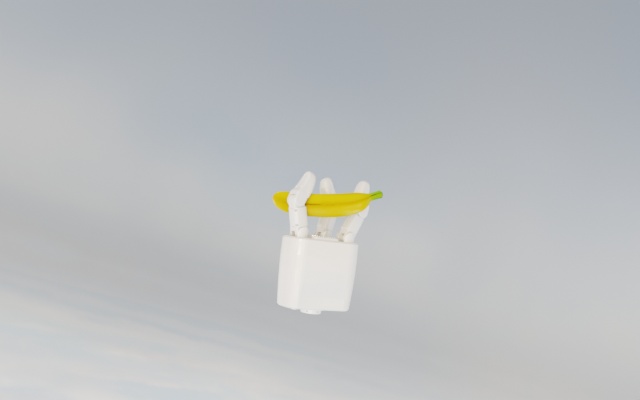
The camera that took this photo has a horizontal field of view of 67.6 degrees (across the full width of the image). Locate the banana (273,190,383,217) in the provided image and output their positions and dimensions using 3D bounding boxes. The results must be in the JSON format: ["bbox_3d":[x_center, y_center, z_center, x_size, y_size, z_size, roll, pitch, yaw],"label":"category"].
[{"bbox_3d":[-0.006,0.005,0.748,0.198,0.037,0.069,1,8,29],"label":"banana"}]
